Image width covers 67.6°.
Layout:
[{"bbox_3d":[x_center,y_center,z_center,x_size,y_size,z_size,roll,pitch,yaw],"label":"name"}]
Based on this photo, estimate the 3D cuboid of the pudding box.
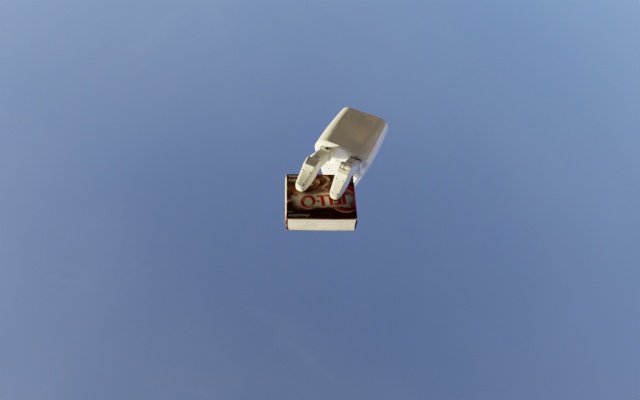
[{"bbox_3d":[0.000,0.003,0.762,0.113,0.090,0.039,-1,-38,-2],"label":"pudding box"}]
